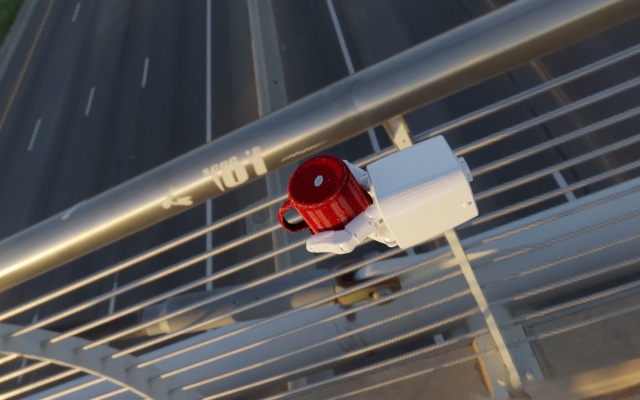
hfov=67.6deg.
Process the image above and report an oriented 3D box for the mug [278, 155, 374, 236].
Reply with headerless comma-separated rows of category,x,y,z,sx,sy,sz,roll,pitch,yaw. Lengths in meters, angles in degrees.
mug,-0.001,0.002,0.600,0.117,0.093,0.081,-25,-41,10
